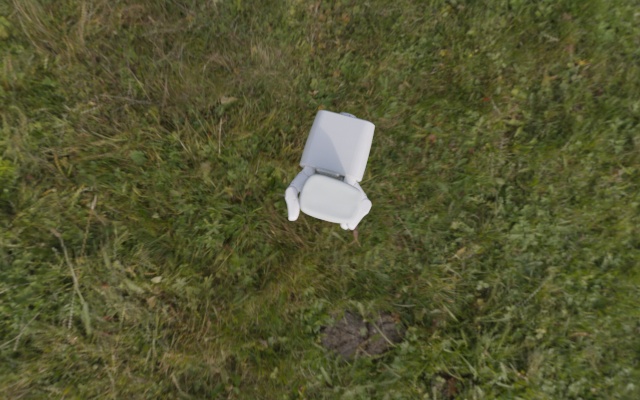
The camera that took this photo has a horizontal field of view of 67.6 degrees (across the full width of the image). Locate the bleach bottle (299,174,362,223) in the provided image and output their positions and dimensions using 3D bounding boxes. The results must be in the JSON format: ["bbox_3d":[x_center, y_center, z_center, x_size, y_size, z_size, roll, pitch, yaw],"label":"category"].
[{"bbox_3d":[0.000,0.003,0.875,0.102,0.068,0.251,17,-4,-8],"label":"bleach bottle"}]
